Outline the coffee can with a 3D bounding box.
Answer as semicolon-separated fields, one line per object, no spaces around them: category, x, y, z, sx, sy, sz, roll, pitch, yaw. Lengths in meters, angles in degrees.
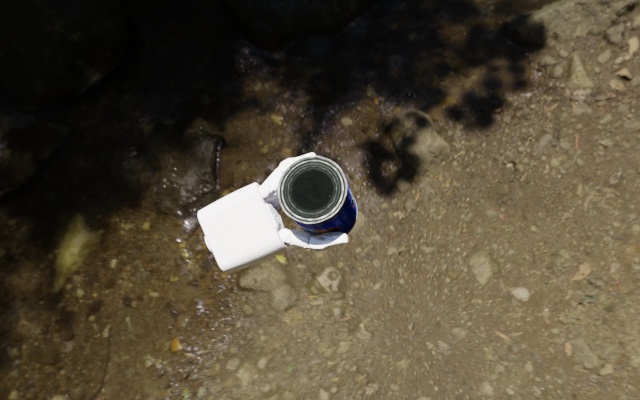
coffee can;0.000;0.002;0.748;0.103;0.102;0.140;0;-16;11
